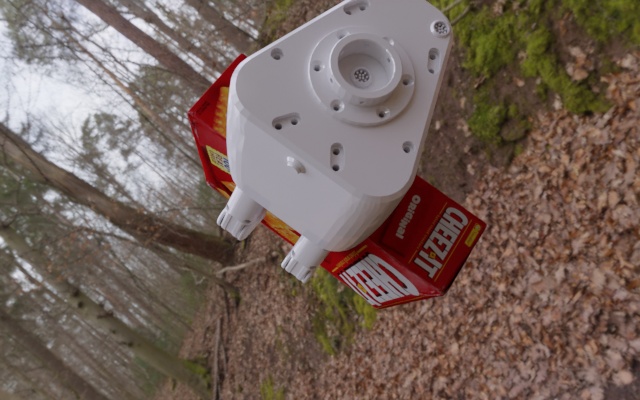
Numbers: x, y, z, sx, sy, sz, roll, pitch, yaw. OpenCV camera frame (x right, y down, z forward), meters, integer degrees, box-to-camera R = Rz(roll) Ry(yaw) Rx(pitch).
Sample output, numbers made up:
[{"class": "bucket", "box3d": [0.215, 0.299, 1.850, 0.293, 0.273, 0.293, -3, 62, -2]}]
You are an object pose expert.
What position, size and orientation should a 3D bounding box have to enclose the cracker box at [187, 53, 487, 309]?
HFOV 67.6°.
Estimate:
[{"class": "cracker box", "box3d": [0.000, 0.001, 0.401, 0.213, 0.072, 0.164, 36, -18, 2]}]
